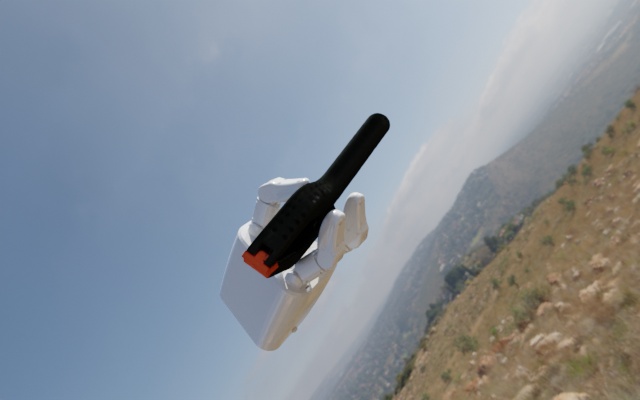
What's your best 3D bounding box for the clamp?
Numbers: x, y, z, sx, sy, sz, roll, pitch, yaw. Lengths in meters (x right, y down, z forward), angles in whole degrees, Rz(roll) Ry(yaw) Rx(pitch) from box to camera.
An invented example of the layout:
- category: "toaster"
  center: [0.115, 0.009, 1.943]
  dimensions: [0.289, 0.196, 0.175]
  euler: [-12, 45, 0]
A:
- category: "clamp"
  center: [-0.001, 0.002, 0.477]
  dimensions: [0.036, 0.165, 0.210]
  euler: [32, 34, 14]
